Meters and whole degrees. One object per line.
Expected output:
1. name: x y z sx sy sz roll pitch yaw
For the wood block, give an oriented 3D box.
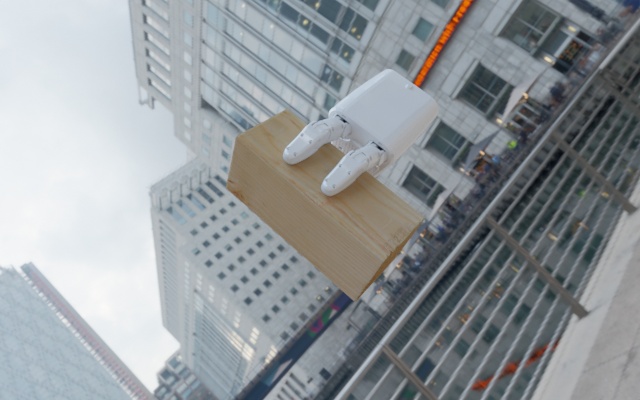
1. wood block: 0.000 0.002 0.548 0.090 0.206 0.091 -38 -19 -39
